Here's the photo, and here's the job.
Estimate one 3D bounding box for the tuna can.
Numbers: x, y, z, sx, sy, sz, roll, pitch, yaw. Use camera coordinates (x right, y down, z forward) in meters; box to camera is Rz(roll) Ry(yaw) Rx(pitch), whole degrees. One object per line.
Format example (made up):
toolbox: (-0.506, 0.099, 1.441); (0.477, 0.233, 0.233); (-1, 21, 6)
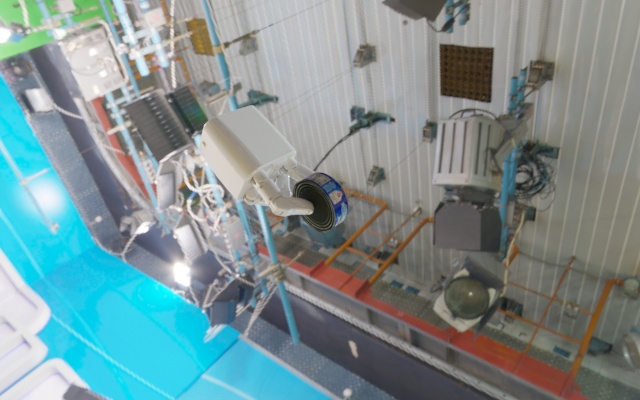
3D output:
tuna can: (0.001, 0.002, 0.706); (0.033, 0.086, 0.086); (-33, 20, -35)
